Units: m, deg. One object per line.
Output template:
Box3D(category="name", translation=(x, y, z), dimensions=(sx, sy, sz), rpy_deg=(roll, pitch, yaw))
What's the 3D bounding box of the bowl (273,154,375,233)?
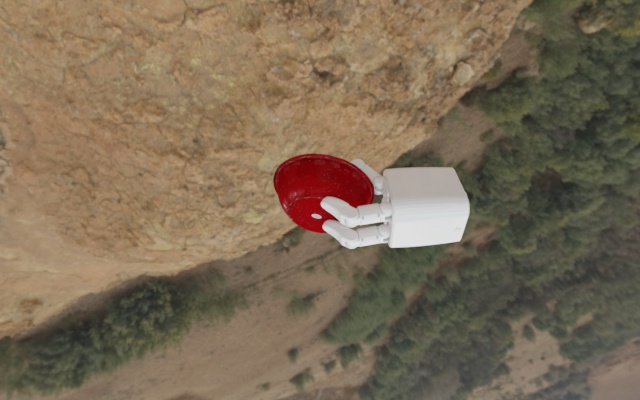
Box3D(category="bowl", translation=(-0.001, 0.003, 0.734), dimensions=(0.162, 0.055, 0.162), rpy_deg=(8, -37, 6))
